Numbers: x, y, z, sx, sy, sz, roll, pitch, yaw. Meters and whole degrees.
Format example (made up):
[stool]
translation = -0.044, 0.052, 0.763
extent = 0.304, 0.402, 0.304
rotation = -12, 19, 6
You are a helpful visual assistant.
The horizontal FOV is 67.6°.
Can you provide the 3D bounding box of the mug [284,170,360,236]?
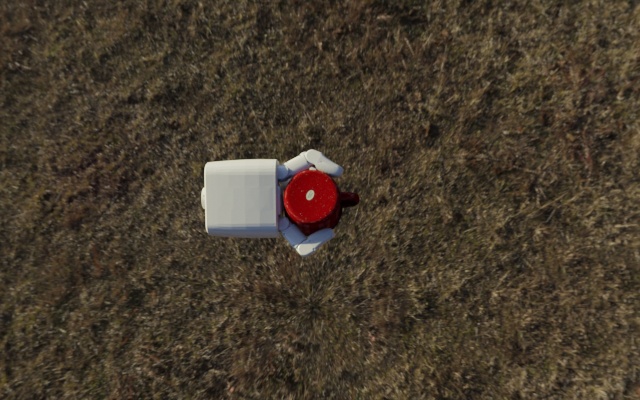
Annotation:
[mug]
translation = 0.002, 0.002, 0.714
extent = 0.117, 0.093, 0.081
rotation = -2, -12, 0
